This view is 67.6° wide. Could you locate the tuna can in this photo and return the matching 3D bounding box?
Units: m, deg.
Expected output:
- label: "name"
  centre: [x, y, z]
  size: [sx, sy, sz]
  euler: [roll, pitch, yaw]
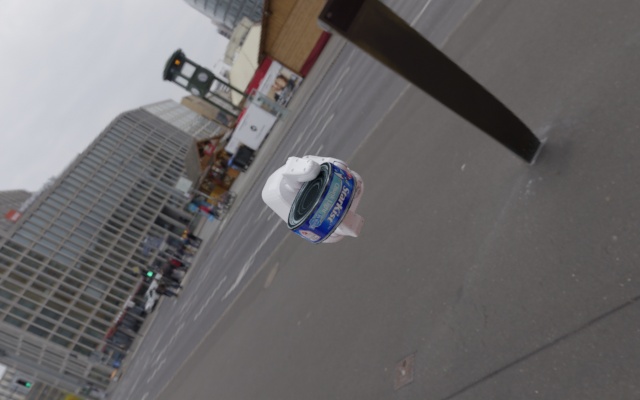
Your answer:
- label: "tuna can"
  centre: [0.000, 0.001, 0.514]
  size: [0.034, 0.086, 0.086]
  euler: [31, -10, -18]
